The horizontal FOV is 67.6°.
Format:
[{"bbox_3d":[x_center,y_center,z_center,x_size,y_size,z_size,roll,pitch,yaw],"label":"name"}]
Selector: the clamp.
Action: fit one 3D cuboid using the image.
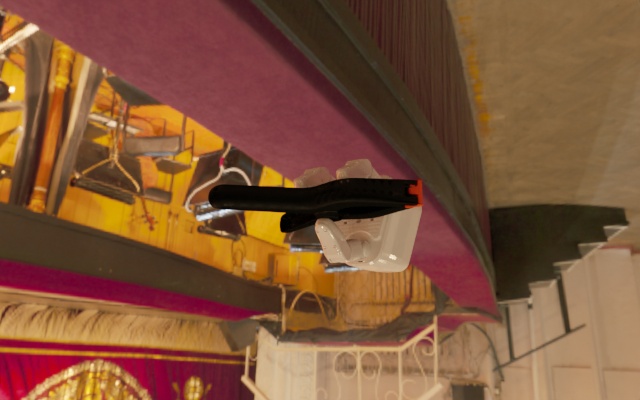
[{"bbox_3d":[0.001,0.002,0.507,0.210,0.036,0.164,-9,-16,29],"label":"clamp"}]
